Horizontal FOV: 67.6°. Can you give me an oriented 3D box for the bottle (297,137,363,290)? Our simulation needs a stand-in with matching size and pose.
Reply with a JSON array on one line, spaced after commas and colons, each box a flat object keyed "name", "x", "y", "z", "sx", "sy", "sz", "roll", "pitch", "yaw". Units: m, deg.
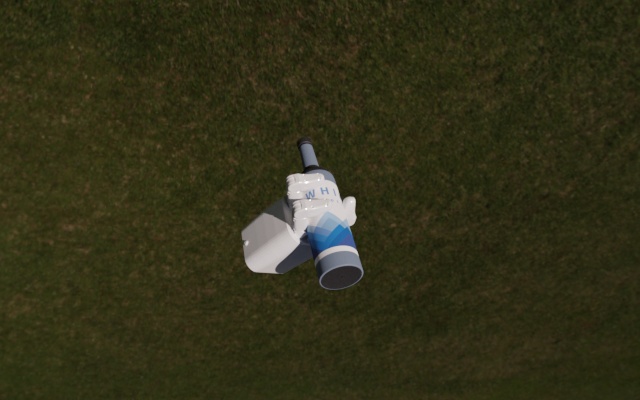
[{"name": "bottle", "x": 0.000, "y": 0.003, "z": 0.787, "sx": 0.069, "sy": 0.295, "sz": 0.069, "roll": -9, "pitch": -40, "yaw": -8}]
